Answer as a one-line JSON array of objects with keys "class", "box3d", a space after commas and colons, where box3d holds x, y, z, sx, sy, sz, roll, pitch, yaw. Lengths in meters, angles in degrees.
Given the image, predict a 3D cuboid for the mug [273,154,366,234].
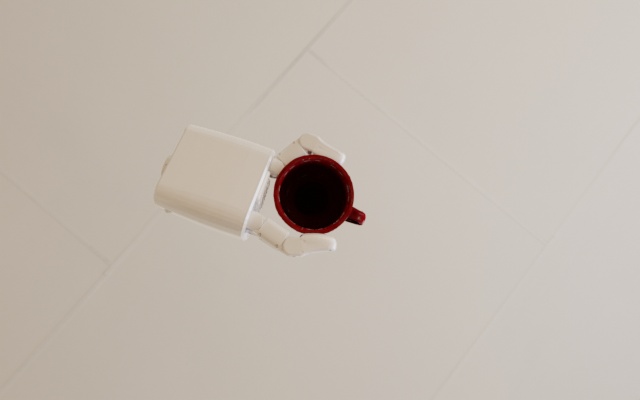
[{"class": "mug", "box3d": [0.001, 0.002, 0.583, 0.117, 0.093, 0.081, 21, -8, -3]}]
